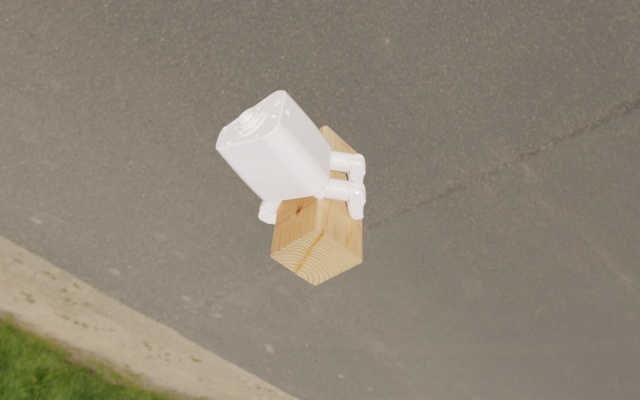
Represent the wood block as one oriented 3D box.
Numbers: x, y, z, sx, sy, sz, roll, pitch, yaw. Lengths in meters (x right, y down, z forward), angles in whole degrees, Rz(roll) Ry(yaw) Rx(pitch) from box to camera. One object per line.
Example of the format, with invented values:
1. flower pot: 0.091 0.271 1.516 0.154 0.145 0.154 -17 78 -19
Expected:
1. wood block: 0.000 0.002 0.690 0.091 0.206 0.090 -32 -54 32
